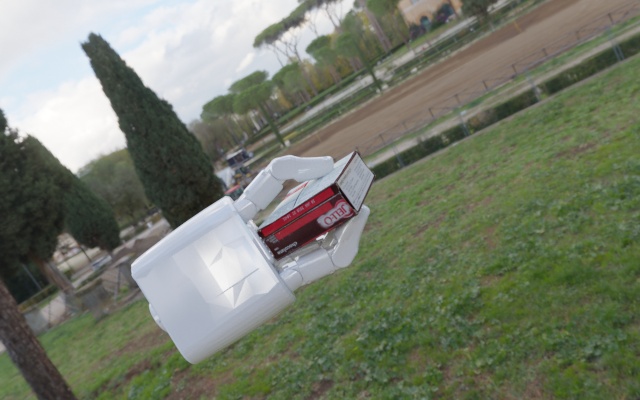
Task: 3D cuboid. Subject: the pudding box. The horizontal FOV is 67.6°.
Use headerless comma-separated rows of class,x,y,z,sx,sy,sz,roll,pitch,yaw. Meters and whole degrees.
pudding box,0.000,0.001,0.452,0.090,0.039,0.113,-30,12,23
